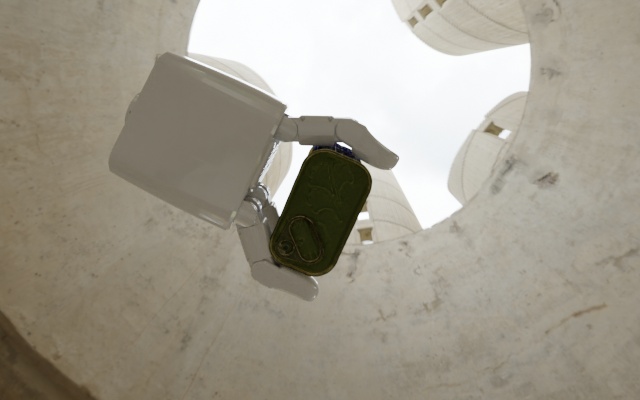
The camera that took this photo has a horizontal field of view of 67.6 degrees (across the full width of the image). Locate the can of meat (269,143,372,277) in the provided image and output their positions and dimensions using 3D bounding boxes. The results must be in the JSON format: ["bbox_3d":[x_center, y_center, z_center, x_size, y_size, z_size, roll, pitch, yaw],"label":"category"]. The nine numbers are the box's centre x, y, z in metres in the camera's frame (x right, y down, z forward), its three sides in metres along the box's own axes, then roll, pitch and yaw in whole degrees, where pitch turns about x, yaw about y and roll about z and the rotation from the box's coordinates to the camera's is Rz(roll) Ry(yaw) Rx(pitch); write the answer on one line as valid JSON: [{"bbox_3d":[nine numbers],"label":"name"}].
[{"bbox_3d":[0.000,0.001,0.413,0.057,0.102,0.084,23,14,-5],"label":"can of meat"}]
